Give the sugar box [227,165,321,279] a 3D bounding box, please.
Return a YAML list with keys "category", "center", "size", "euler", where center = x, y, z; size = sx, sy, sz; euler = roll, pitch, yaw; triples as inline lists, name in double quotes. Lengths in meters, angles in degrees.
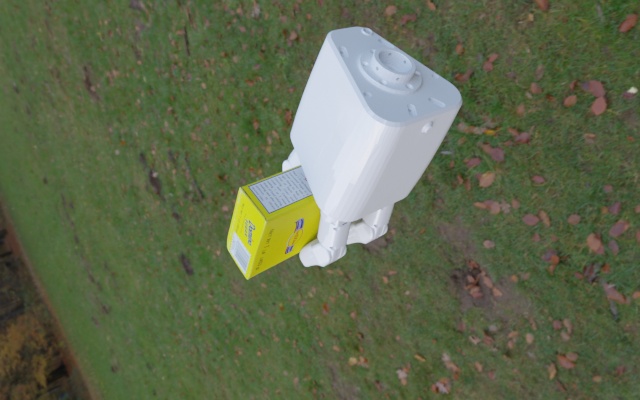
- category: "sugar box"
  center: [0.000, 0.002, 0.454]
  size: [0.176, 0.048, 0.093]
  euler: [-22, -27, -33]
